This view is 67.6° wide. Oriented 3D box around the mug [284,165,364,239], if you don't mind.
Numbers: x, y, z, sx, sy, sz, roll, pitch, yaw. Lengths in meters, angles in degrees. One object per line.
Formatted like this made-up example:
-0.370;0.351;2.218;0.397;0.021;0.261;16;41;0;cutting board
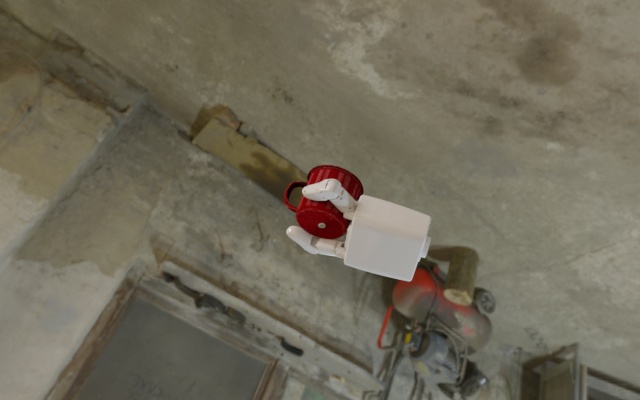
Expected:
-0.001;0.002;0.736;0.117;0.081;0.093;16;-34;8;mug
